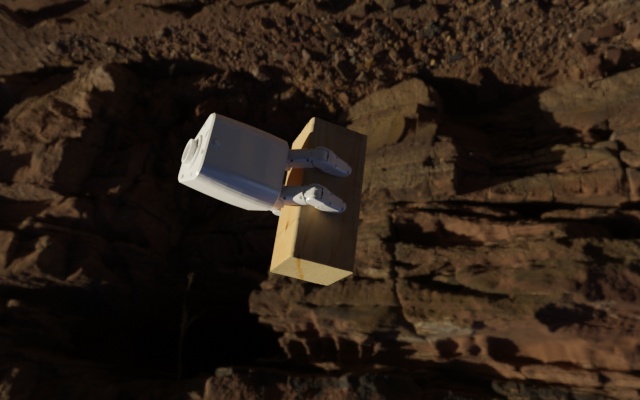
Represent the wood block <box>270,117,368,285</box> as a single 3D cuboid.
[{"bbox_3d":[0.000,0.002,0.672,0.090,0.206,0.091,17,-26,-17],"label":"wood block"}]
